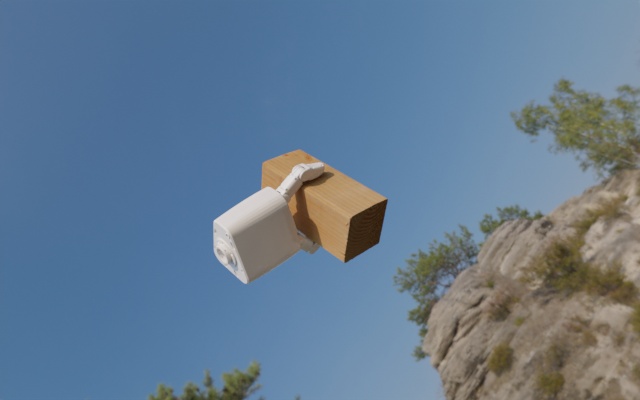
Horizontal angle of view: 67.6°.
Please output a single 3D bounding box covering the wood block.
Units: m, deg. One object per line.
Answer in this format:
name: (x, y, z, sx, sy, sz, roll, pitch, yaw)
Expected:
wood block: (0.000, 0.002, 0.799, 0.090, 0.091, 0.206, -24, 44, -39)
